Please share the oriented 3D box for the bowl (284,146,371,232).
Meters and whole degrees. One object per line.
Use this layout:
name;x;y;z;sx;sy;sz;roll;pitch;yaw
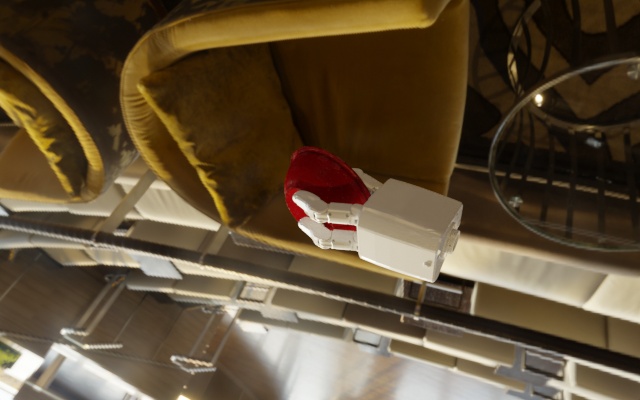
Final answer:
bowl;-0.001;0.002;0.698;0.055;0.162;0.162;-44;25;-29
